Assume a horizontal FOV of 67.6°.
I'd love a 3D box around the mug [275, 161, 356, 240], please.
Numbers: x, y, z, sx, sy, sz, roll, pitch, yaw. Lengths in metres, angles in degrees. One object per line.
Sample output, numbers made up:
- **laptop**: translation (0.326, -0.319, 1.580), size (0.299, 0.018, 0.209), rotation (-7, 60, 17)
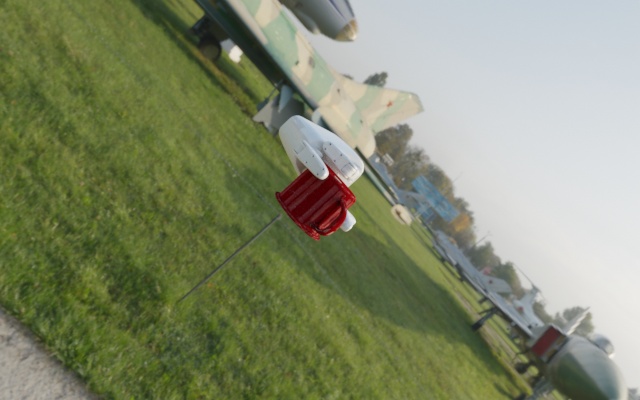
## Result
- **mug**: translation (0.001, 0.003, 0.672), size (0.093, 0.081, 0.117), rotation (42, 9, -37)
